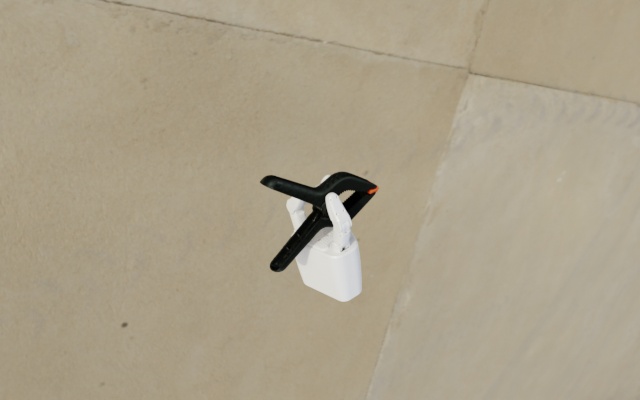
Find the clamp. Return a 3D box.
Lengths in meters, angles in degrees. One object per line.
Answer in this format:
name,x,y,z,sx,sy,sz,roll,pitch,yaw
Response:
clamp,0.001,0.003,0.730,0.210,0.165,0.036,-28,40,-24
